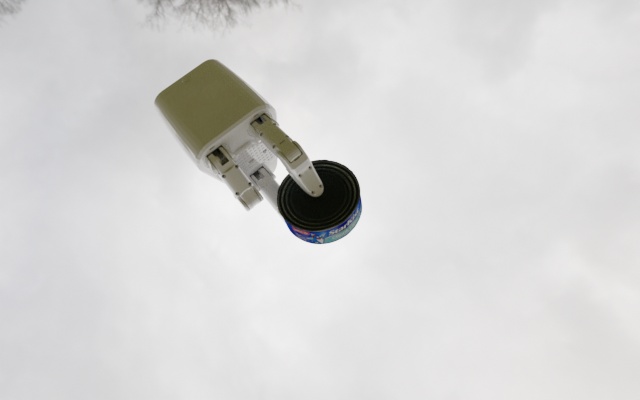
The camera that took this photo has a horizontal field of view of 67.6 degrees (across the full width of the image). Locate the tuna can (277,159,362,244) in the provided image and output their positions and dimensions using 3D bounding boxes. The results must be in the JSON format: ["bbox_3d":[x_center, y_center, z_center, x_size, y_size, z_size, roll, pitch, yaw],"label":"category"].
[{"bbox_3d":[0.000,0.002,0.495,0.086,0.086,0.034,0,-32,11],"label":"tuna can"}]
